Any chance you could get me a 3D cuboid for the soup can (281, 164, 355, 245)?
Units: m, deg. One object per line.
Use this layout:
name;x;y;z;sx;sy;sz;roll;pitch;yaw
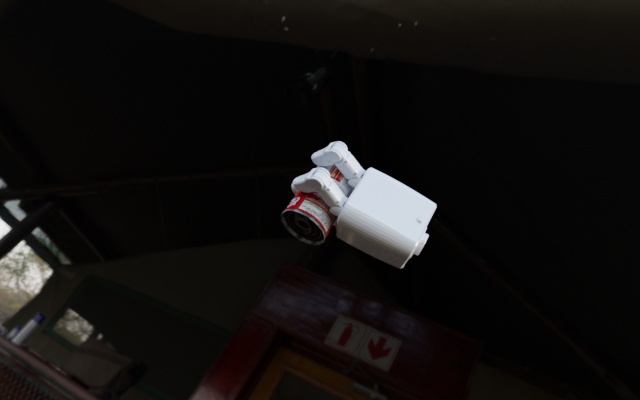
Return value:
soup can;0.000;0.002;0.666;0.068;0.068;0.102;0;44;43
